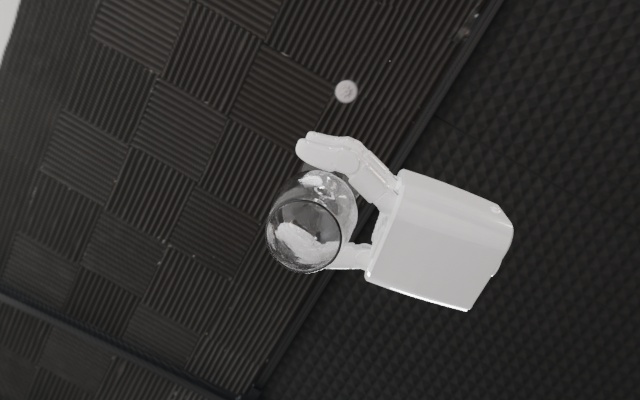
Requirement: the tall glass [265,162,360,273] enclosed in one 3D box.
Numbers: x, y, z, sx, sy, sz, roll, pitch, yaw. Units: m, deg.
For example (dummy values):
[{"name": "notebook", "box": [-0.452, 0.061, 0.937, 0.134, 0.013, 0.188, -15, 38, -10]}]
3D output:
[{"name": "tall glass", "box": [0.000, 0.001, 0.467, 0.079, 0.079, 0.201, 0, 16, 9]}]
